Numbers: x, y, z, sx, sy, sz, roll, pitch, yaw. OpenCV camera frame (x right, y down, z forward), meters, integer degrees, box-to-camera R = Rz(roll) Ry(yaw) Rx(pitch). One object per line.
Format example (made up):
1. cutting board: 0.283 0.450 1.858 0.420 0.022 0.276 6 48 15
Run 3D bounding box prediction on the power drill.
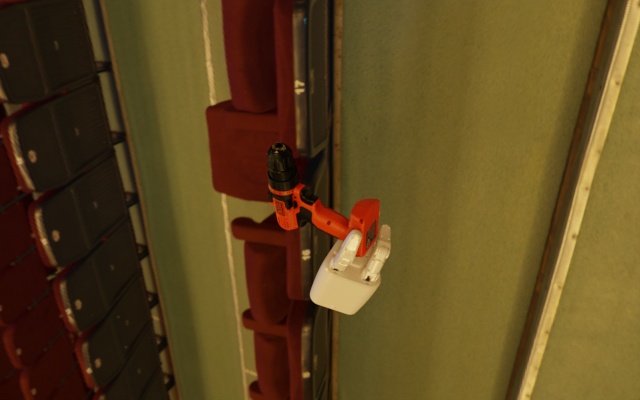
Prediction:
1. power drill: 0.000 0.003 0.758 0.187 0.057 0.185 24 -34 23
